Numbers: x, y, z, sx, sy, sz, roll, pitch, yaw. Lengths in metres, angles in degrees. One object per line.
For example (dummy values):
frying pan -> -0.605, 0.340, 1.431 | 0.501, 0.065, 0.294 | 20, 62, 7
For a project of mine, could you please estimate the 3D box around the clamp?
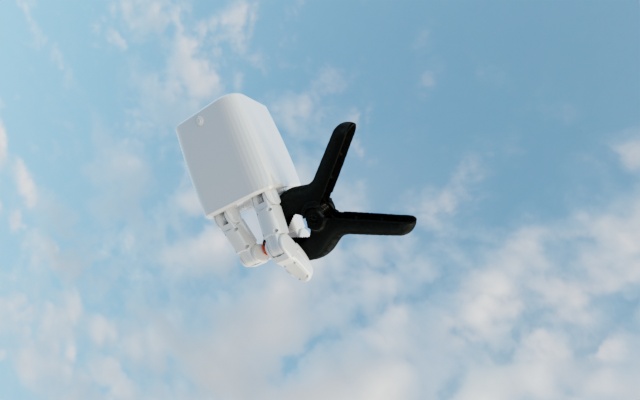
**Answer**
clamp -> 0.000, 0.002, 0.484 | 0.171, 0.120, 0.039 | -24, -3, 29
